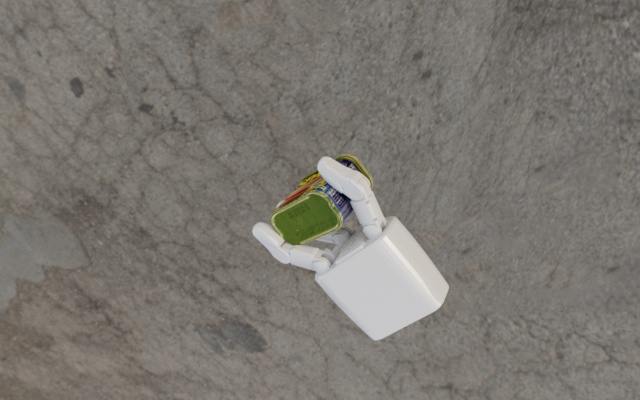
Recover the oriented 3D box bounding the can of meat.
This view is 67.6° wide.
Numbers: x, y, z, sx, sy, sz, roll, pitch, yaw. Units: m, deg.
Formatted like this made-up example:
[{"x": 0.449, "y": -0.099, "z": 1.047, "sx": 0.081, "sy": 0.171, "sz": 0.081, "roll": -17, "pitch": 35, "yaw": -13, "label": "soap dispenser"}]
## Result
[{"x": 0.000, "y": 0.002, "z": 0.559, "sx": 0.102, "sy": 0.057, "sz": 0.084, "roll": -27, "pitch": 15, "yaw": 42, "label": "can of meat"}]
